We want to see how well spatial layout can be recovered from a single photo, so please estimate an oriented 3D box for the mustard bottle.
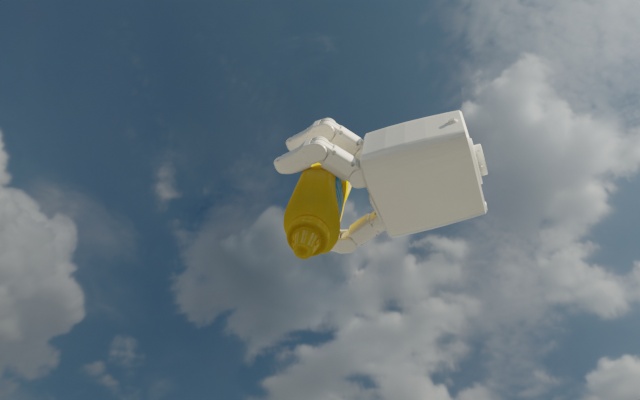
[{"bbox_3d":[0.000,0.002,0.519,0.058,0.096,0.191,7,30,6],"label":"mustard bottle"}]
